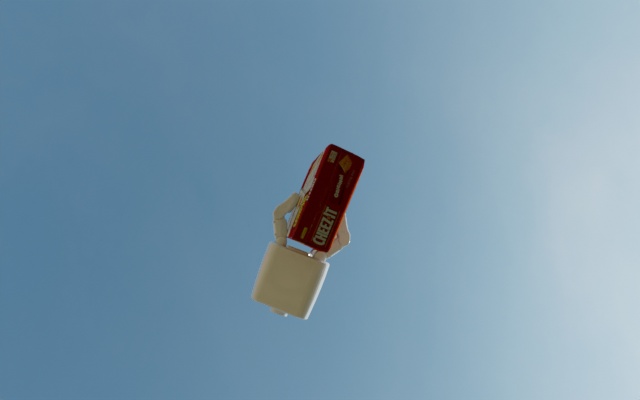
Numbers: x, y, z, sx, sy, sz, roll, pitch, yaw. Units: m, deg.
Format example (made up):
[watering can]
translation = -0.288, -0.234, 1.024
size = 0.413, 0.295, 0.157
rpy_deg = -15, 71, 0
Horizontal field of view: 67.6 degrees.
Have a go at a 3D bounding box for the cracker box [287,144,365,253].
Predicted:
[cracker box]
translation = 0.000, 0.003, 0.847
size = 0.072, 0.164, 0.214
rpy_deg = 22, -6, -7
